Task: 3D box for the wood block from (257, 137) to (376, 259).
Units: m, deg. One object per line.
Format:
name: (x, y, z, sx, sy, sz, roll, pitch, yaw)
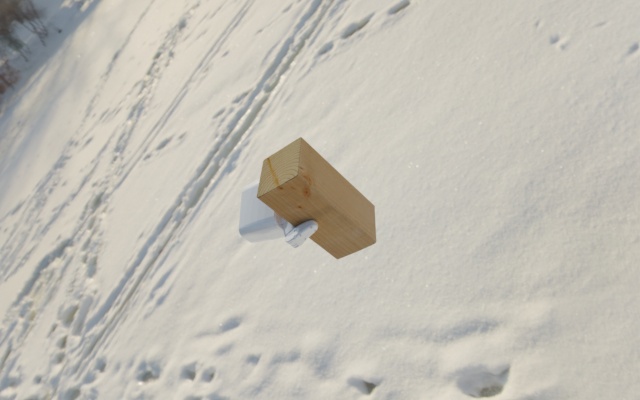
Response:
wood block: (0.000, 0.003, 0.812, 0.090, 0.090, 0.206, -27, -50, 30)
